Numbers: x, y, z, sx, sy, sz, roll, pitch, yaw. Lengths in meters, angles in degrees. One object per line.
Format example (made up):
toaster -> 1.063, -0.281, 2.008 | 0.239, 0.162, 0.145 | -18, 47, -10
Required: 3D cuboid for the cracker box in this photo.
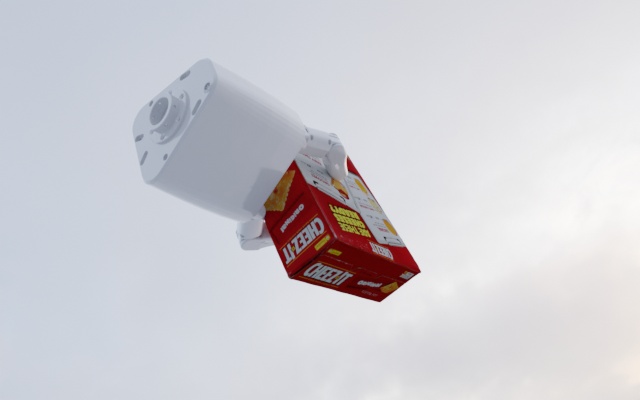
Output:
cracker box -> 0.000, 0.002, 0.540 | 0.072, 0.213, 0.164 | -43, -39, 19
